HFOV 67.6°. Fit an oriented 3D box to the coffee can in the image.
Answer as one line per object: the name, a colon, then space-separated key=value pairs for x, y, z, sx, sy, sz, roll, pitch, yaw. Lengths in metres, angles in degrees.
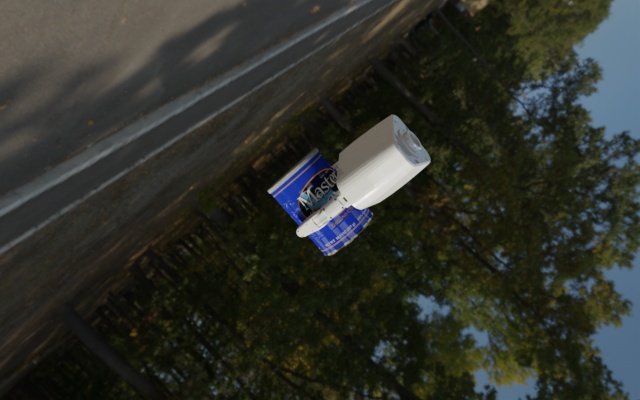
coffee can: x=0.000 y=0.002 z=0.759 sx=0.103 sy=0.140 sz=0.103 roll=-41 pitch=6 yaw=5
